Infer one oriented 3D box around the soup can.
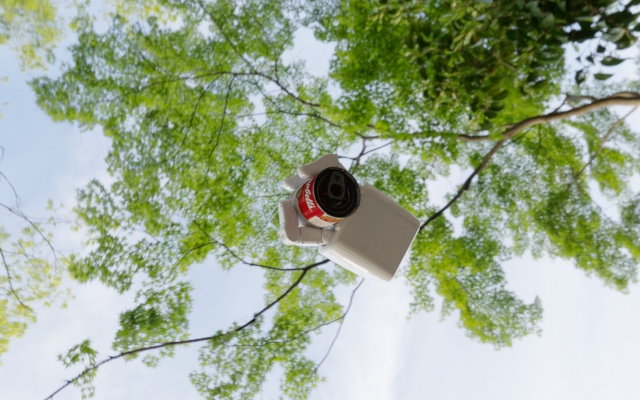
[{"bbox_3d":[0.000,0.002,0.644,0.068,0.068,0.102,0,-15,-26],"label":"soup can"}]
